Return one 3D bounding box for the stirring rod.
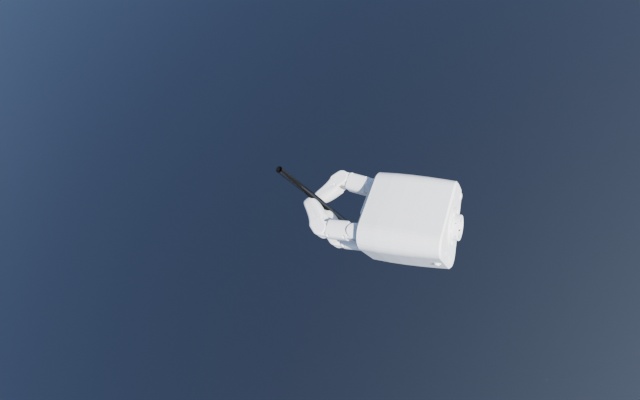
[{"bbox_3d":[0.000,0.002,0.663,0.011,0.011,0.240,0,-19,25],"label":"stirring rod"}]
